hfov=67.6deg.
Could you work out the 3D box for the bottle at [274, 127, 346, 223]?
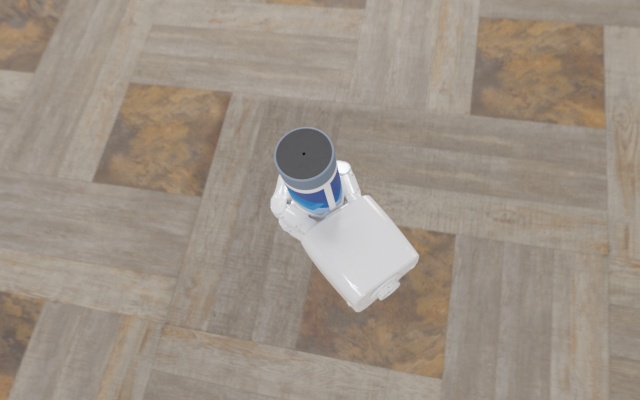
[{"bbox_3d":[0.000,0.002,0.652,0.069,0.069,0.296,0,-21,8],"label":"bottle"}]
